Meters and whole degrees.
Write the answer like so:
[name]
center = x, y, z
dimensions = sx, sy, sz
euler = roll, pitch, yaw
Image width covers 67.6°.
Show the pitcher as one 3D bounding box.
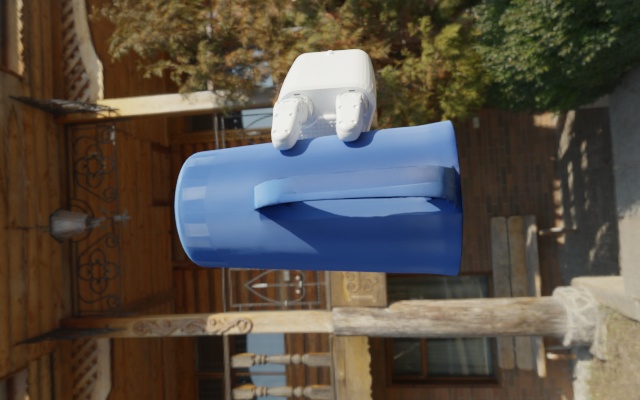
[pitcher]
center = 0.000, 0.001, 0.422
dimensions = 0.243, 0.149, 0.145
euler = -3, 39, 9
